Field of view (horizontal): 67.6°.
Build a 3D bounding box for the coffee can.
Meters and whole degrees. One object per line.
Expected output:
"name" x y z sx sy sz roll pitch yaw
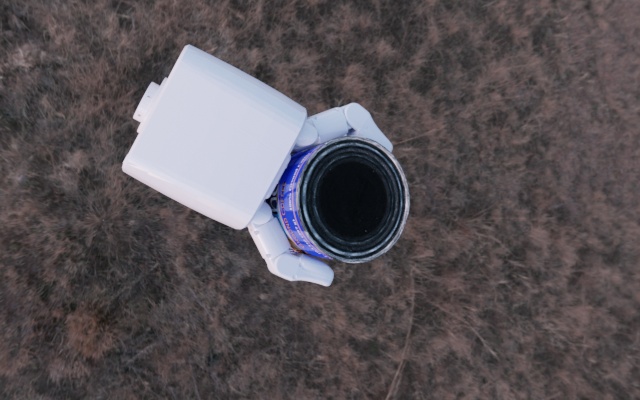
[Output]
"coffee can" 0.000 0.002 0.443 0.103 0.103 0.140 0 -2 -24
